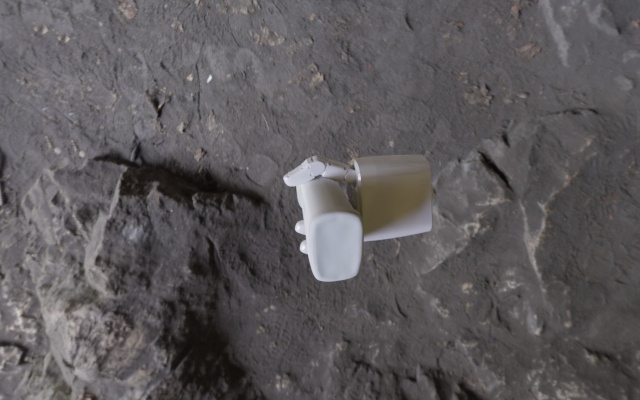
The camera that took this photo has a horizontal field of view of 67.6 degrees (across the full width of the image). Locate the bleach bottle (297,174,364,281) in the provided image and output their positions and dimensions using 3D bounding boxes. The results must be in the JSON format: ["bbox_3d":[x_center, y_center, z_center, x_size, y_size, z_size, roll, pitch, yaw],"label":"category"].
[{"bbox_3d":[0.000,0.002,0.677,0.068,0.103,0.250,-6,28,-7],"label":"bleach bottle"}]
